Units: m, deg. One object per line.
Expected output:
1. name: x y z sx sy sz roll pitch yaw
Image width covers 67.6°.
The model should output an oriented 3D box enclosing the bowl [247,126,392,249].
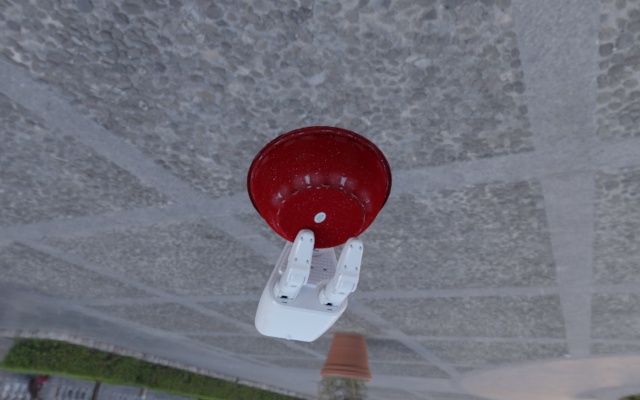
1. bowl: 0.000 0.001 0.512 0.162 0.162 0.055 0 42 -3
